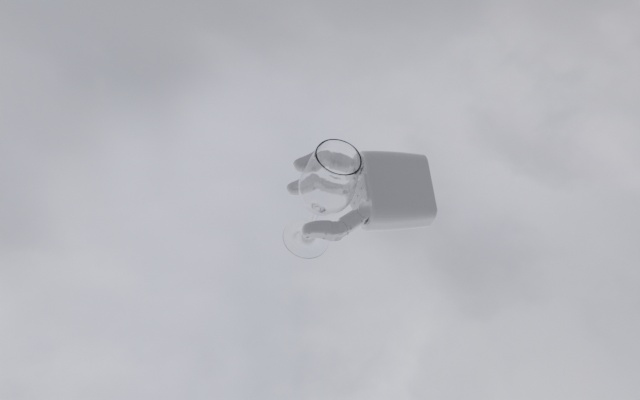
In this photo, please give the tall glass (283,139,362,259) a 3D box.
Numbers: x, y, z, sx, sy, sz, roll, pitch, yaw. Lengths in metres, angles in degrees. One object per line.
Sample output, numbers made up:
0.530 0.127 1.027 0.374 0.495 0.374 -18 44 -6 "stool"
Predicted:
0.000 0.003 0.683 0.079 0.079 0.201 0 -36 -16 "tall glass"
